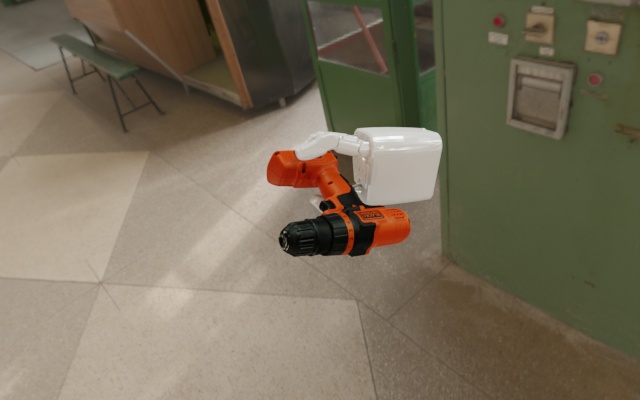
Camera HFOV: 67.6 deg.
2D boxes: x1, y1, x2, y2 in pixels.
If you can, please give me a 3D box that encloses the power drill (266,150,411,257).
[{"bbox_3d":[0.000,0.002,0.625,0.184,0.057,0.187,-3,37,-34],"label":"power drill"}]
